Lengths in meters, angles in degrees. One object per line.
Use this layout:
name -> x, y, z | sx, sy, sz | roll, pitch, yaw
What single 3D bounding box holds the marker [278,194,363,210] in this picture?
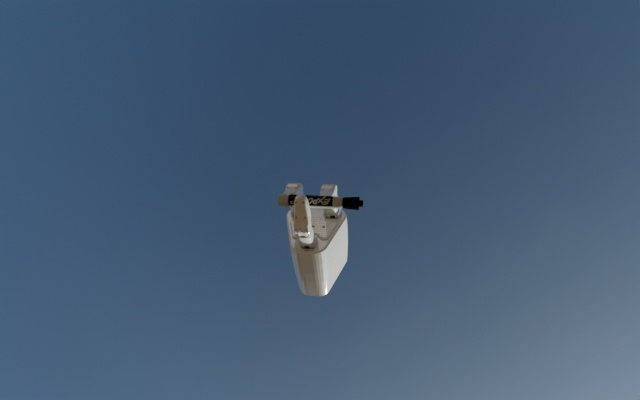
marker -> 0.000, 0.002, 0.677 | 0.121, 0.020, 0.020 | 2, 0, 11
